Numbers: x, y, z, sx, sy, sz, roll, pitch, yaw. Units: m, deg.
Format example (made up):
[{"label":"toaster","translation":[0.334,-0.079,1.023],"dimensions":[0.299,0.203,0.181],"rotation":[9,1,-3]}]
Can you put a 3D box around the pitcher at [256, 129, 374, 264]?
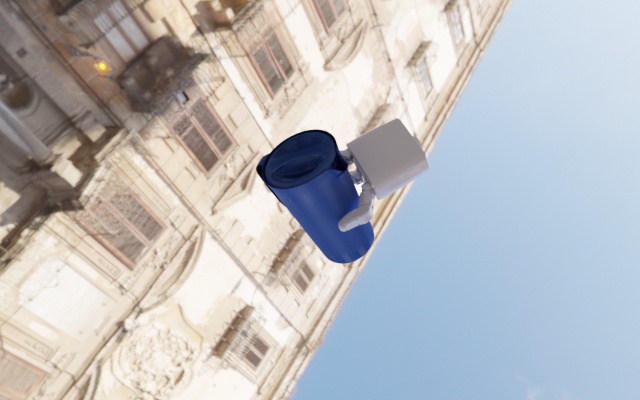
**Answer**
[{"label":"pitcher","translation":[0.000,0.003,0.845],"dimensions":[0.145,0.243,0.149],"rotation":[-29,42,1]}]
